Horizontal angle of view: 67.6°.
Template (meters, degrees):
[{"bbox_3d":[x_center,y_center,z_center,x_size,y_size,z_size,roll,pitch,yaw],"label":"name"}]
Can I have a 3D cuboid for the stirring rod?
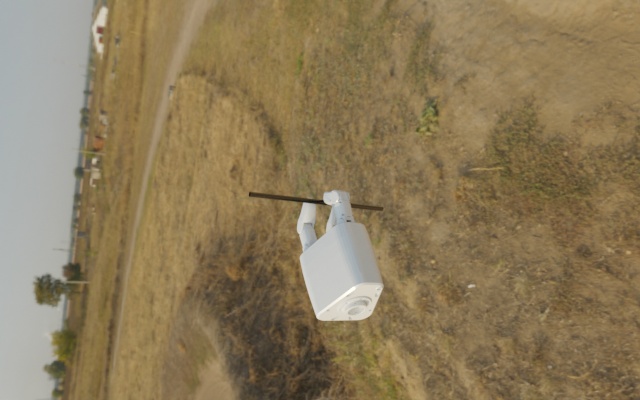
[{"bbox_3d":[0.000,0.003,0.773,0.239,0.011,0.011,6,-3,-27],"label":"stirring rod"}]
